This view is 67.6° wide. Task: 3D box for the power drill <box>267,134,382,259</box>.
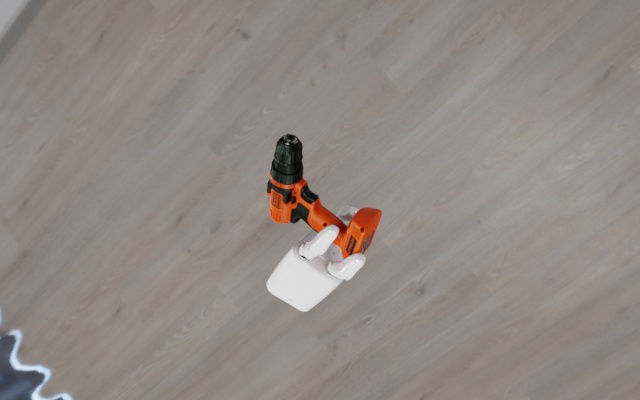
[{"bbox_3d":[0.000,0.003,0.737,0.187,0.185,0.057,33,54,18],"label":"power drill"}]
